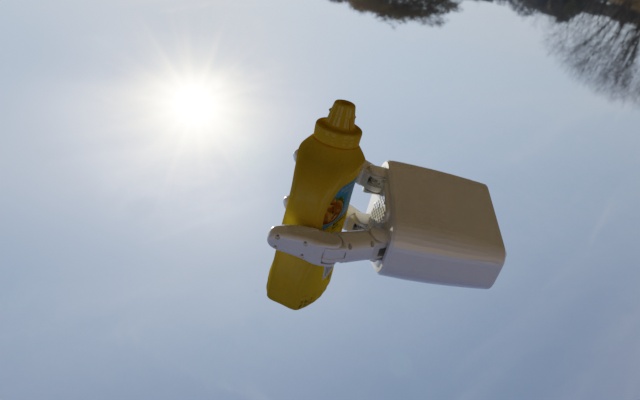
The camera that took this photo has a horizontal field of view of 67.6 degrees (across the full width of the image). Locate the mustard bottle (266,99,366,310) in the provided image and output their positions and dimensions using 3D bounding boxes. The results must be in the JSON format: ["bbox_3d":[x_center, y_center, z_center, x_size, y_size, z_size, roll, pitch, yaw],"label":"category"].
[{"bbox_3d":[0.000,0.002,0.438,0.058,0.192,0.096,23,29,14],"label":"mustard bottle"}]
